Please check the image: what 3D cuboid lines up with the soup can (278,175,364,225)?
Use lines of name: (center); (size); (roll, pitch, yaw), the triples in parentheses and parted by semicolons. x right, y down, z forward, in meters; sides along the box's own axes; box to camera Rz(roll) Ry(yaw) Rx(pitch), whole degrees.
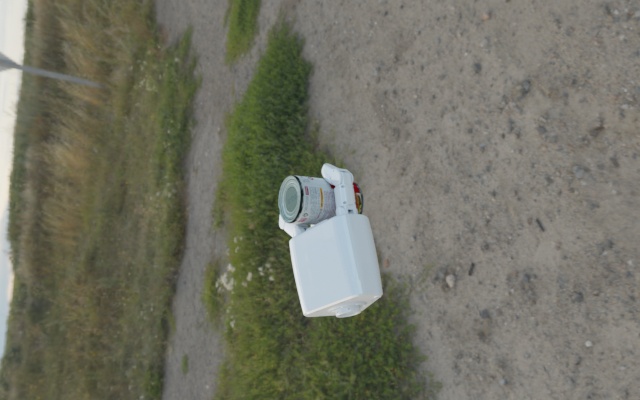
soup can: (0.000, 0.002, 0.673); (0.102, 0.068, 0.068); (5, -3, -32)
